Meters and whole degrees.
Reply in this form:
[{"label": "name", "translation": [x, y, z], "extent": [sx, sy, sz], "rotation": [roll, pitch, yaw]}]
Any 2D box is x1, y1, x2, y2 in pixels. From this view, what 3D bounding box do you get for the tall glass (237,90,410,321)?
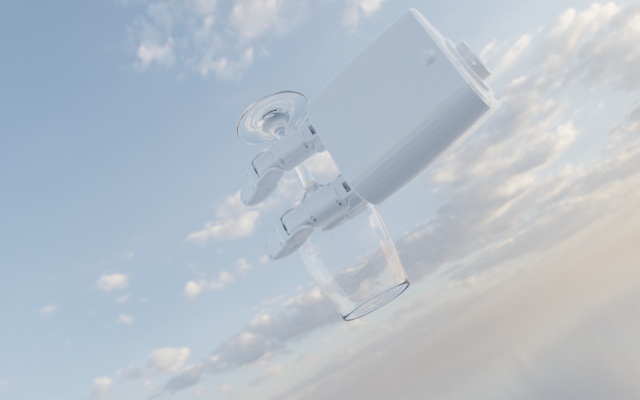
[{"label": "tall glass", "translation": [0.000, 0.001, 0.419], "extent": [0.079, 0.201, 0.079], "rotation": [-25, -22, -11]}]
